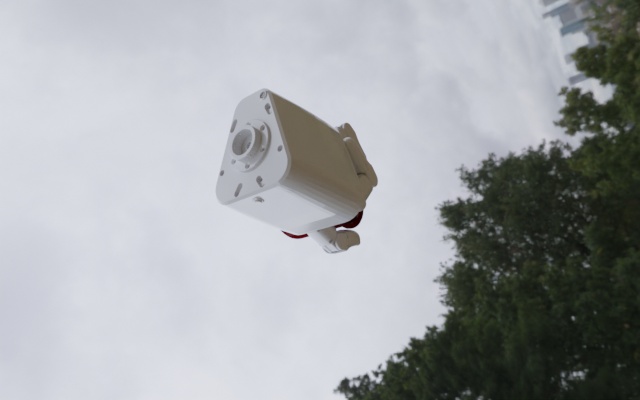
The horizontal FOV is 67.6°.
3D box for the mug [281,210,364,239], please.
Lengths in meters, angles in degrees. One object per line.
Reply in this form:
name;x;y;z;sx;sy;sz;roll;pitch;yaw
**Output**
mug;0.001;0.002;0.576;0.081;0.093;0.117;-19;-29;32
